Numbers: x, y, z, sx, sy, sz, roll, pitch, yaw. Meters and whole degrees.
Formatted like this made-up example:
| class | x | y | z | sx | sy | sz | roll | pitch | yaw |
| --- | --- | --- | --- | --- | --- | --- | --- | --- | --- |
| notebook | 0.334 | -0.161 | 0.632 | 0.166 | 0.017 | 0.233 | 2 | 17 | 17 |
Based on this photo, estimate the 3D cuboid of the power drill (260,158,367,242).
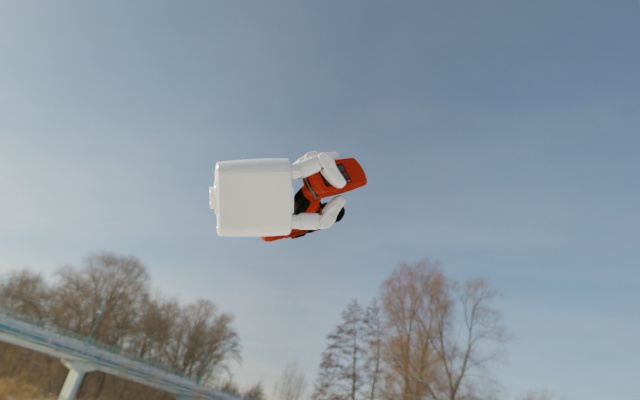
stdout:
| class | x | y | z | sx | sy | sz | roll | pitch | yaw |
| --- | --- | --- | --- | --- | --- | --- | --- | --- | --- |
| power drill | 0.000 | 0.002 | 0.816 | 0.184 | 0.057 | 0.188 | -15 | -23 | -37 |
